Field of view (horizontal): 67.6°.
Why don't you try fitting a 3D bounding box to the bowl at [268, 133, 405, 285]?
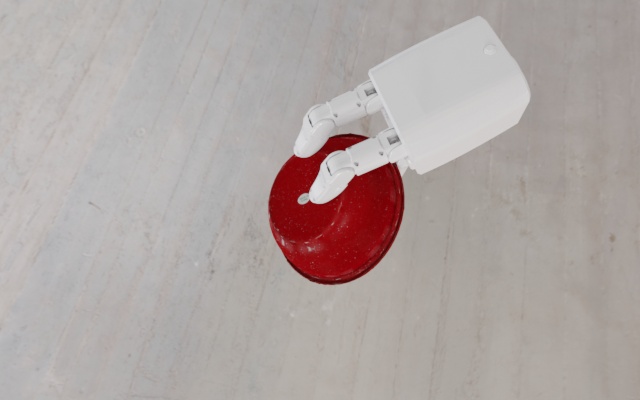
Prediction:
[{"bbox_3d":[-0.001,0.002,0.480,0.162,0.162,0.055,0,-12,37],"label":"bowl"}]
